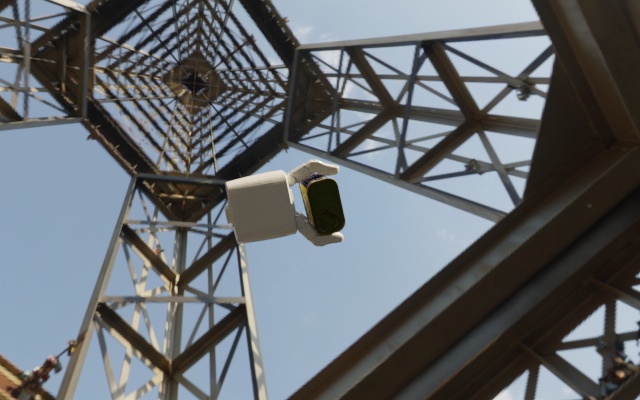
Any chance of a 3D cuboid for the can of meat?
[{"bbox_3d":[0.000,0.003,0.874,0.057,0.102,0.084,-16,17,-11],"label":"can of meat"}]
